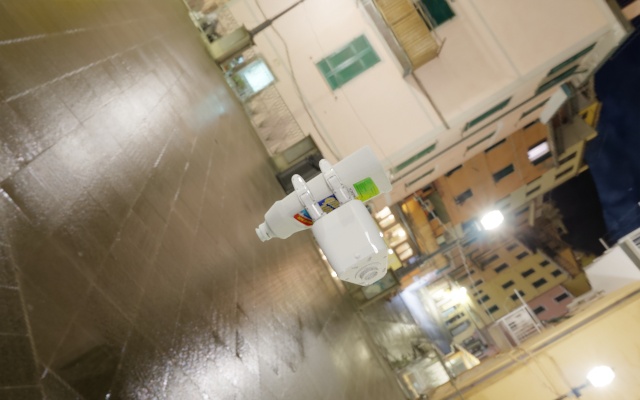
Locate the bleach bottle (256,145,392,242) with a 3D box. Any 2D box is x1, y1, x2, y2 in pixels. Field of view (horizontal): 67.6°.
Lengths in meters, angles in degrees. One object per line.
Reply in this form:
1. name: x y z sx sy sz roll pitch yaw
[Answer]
1. bleach bottle: 0.000 0.003 0.863 0.251 0.068 0.103 -31 -36 5
